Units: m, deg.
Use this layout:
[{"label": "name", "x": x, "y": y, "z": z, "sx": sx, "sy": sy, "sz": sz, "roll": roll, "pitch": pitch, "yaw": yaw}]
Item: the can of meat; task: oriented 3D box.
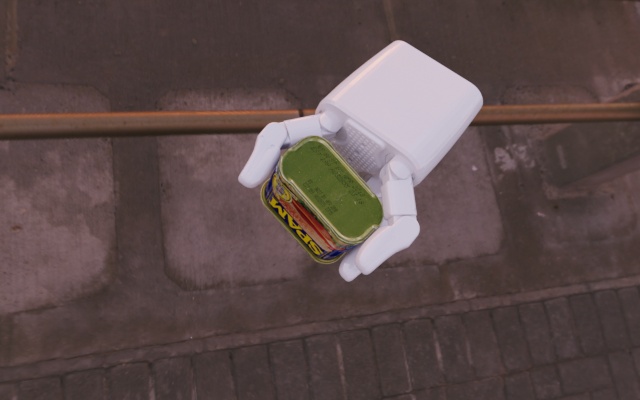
[{"label": "can of meat", "x": 0.000, "y": 0.001, "z": 0.421, "sx": 0.057, "sy": 0.102, "sz": 0.084, "roll": -42, "pitch": -2, "yaw": -22}]
